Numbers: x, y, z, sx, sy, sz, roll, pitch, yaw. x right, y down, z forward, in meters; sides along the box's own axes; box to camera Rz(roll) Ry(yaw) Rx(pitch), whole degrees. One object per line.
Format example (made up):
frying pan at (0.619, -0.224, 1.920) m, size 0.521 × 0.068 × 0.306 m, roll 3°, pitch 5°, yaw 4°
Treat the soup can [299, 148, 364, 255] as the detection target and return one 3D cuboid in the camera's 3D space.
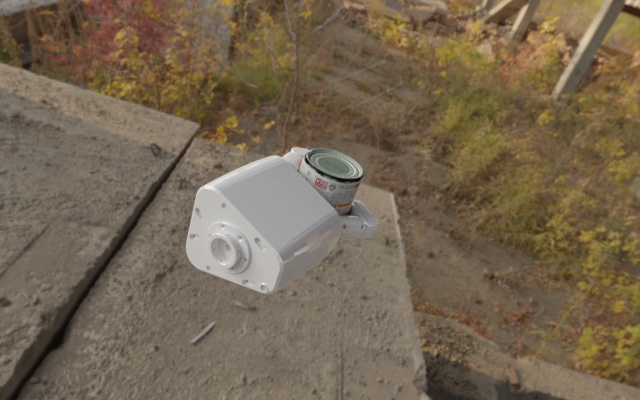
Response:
soup can at (0.001, 0.001, 0.531) m, size 0.068 × 0.102 × 0.068 m, roll 15°, pitch 29°, yaw -9°
